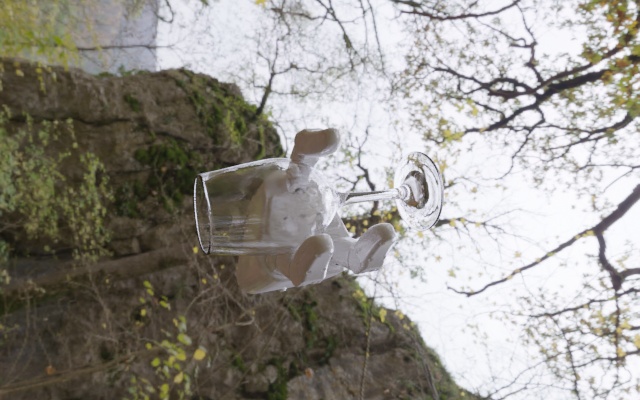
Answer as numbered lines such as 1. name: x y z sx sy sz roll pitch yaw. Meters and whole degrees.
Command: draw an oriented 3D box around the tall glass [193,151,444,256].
1. tall glass: 0.001 0.001 0.401 0.201 0.079 0.079 -6 2 -25
